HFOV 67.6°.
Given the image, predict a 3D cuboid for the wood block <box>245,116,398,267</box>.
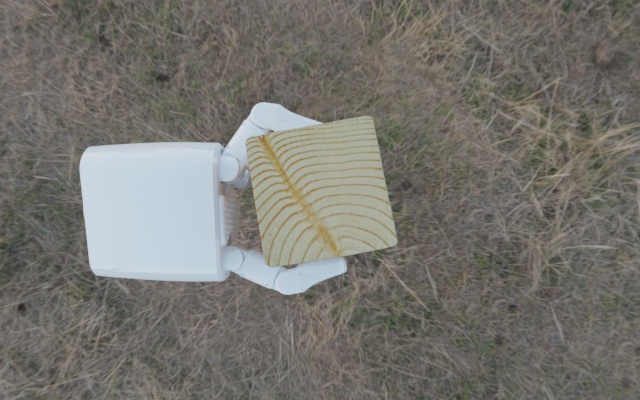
[{"bbox_3d":[0.000,0.002,0.416,0.090,0.091,0.206,-10,-4,-1],"label":"wood block"}]
